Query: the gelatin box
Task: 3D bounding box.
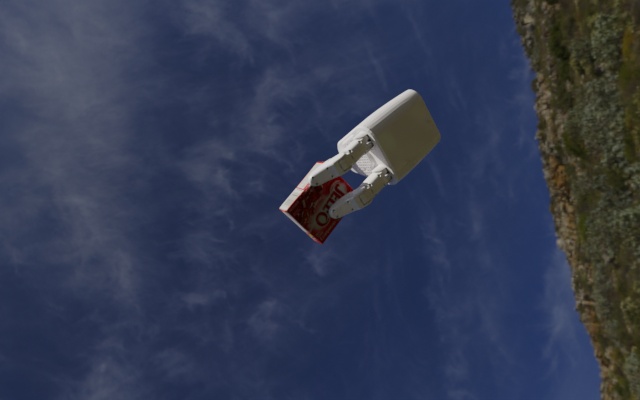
[{"bbox_3d":[0.000,0.002,0.656,0.073,0.089,0.030,44,-13,-24],"label":"gelatin box"}]
